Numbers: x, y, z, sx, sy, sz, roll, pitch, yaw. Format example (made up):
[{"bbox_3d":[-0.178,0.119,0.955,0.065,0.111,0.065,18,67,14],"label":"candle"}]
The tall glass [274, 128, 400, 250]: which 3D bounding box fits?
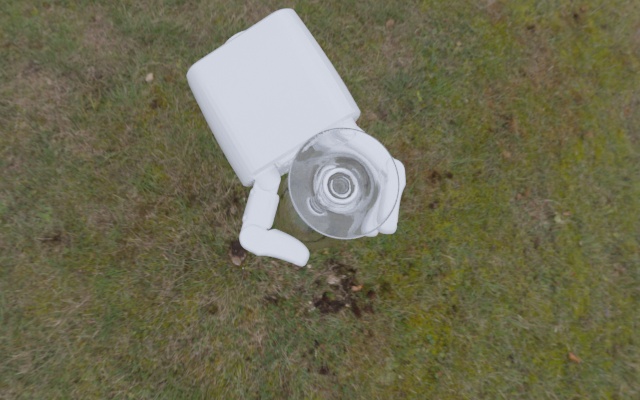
[{"bbox_3d":[0.000,0.001,0.407,0.079,0.079,0.201,0,-8,-9],"label":"tall glass"}]
